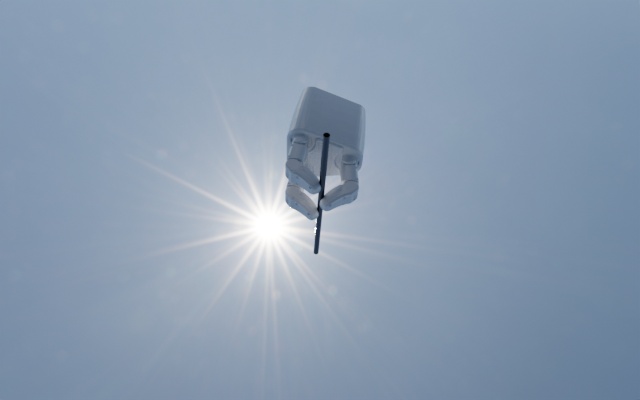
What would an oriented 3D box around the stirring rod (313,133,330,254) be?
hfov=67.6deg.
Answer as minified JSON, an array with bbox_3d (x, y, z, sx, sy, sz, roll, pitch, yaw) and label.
[{"bbox_3d":[0.000,0.002,0.639,0.011,0.011,0.240,0,-40,-4],"label":"stirring rod"}]
